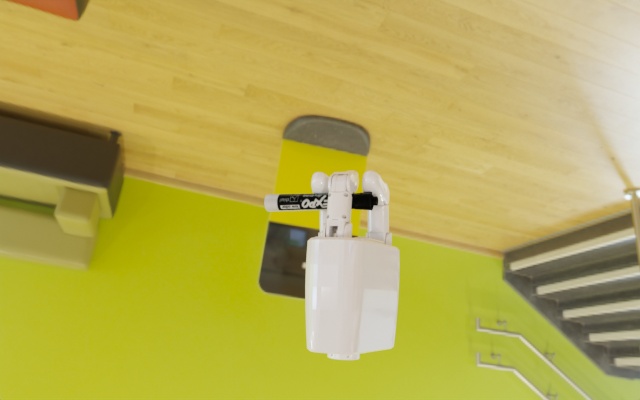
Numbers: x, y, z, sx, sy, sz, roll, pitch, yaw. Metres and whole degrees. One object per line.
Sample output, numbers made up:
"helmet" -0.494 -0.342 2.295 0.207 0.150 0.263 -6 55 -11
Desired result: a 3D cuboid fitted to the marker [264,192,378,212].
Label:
"marker" 0.000 0.002 0.497 0.121 0.020 0.020 -1 0 19
